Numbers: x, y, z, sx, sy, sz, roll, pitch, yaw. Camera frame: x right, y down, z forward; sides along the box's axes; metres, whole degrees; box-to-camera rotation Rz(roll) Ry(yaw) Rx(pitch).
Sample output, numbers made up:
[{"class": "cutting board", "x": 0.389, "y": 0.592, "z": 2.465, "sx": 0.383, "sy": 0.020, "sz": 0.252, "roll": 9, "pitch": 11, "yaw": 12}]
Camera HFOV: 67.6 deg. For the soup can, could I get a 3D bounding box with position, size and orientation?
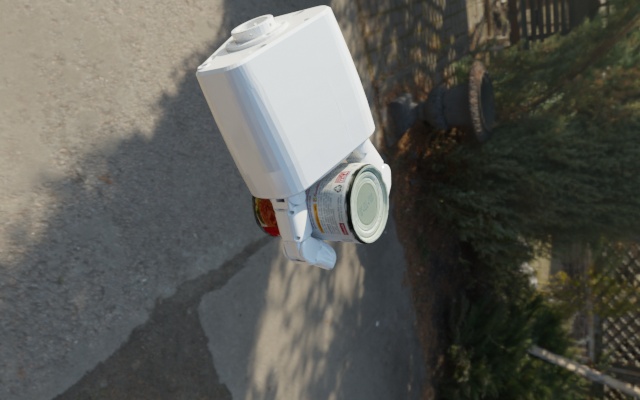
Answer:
[{"class": "soup can", "x": 0.000, "y": 0.002, "z": 0.421, "sx": 0.102, "sy": 0.068, "sz": 0.068, "roll": 2, "pitch": 1, "yaw": 35}]
